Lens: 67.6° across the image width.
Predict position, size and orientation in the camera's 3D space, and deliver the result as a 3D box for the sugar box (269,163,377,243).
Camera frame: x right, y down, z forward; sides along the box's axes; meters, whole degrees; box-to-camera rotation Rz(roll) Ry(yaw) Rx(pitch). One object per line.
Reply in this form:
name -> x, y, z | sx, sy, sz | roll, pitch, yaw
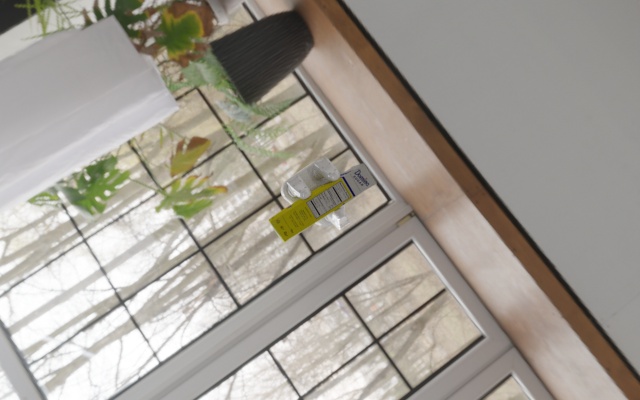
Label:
sugar box -> 0.000, 0.002, 0.785 | 0.176, 0.048, 0.093 | -35, 5, -7
